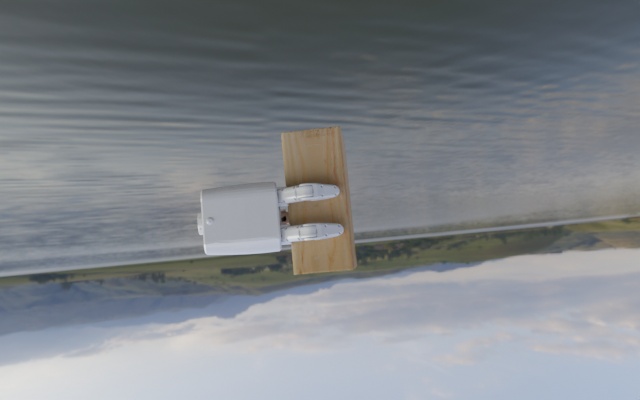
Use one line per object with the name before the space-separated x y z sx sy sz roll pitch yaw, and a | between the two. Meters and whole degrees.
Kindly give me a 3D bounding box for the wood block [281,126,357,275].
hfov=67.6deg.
wood block | 0.000 0.003 0.723 0.090 0.206 0.091 -6 -5 5
